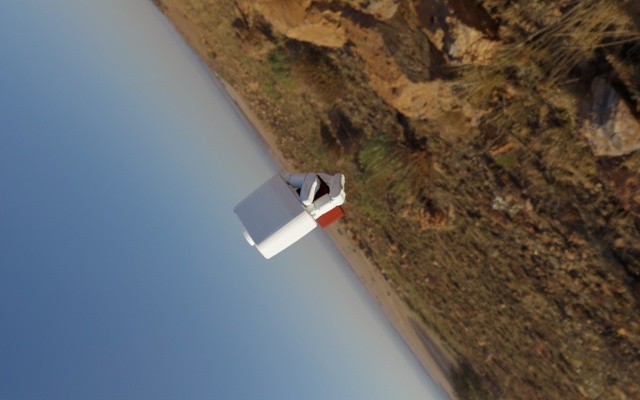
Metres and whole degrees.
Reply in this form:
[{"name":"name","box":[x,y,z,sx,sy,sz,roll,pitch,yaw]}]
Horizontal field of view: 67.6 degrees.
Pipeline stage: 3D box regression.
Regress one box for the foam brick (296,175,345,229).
[{"name":"foam brick","box":[0.000,0.003,0.872,0.053,0.051,0.078,51,-4,43]}]
